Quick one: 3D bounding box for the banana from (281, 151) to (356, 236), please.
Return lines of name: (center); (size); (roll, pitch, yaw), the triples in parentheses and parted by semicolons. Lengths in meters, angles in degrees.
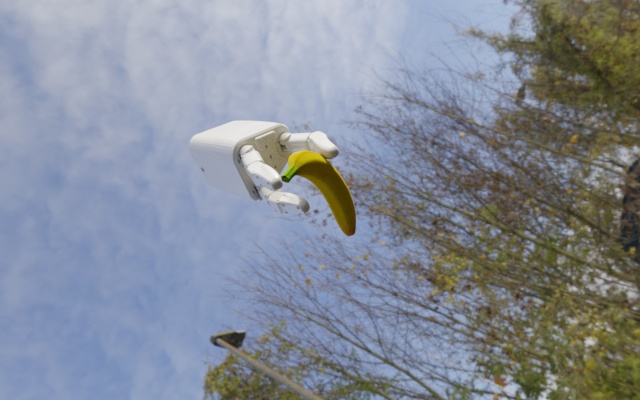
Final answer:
banana: (0.005, -0.016, 0.658); (0.037, 0.069, 0.198); (10, -19, 36)
